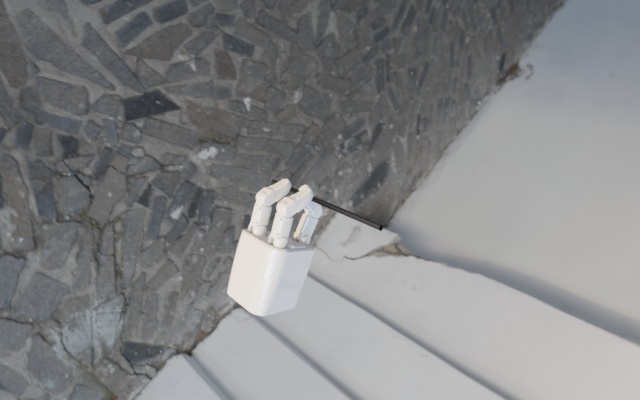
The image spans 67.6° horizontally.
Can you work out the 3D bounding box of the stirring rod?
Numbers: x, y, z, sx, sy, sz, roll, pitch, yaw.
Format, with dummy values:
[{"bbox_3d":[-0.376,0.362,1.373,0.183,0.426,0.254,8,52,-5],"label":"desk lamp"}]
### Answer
[{"bbox_3d":[0.000,0.002,0.699,0.011,0.011,0.239,0,16,-42],"label":"stirring rod"}]
